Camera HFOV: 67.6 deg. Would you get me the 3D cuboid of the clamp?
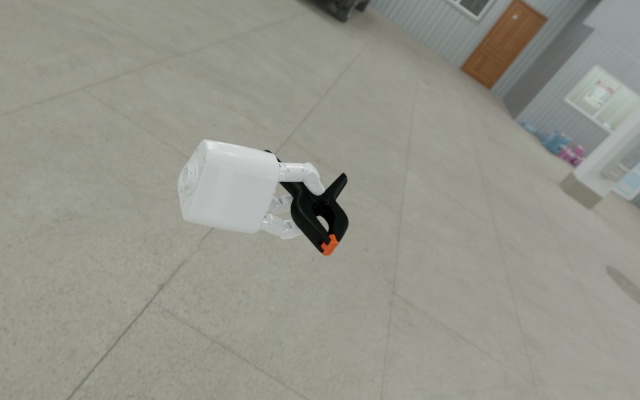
[{"bbox_3d":[0.000,0.002,0.751,0.164,0.036,0.209,9,38,-32],"label":"clamp"}]
